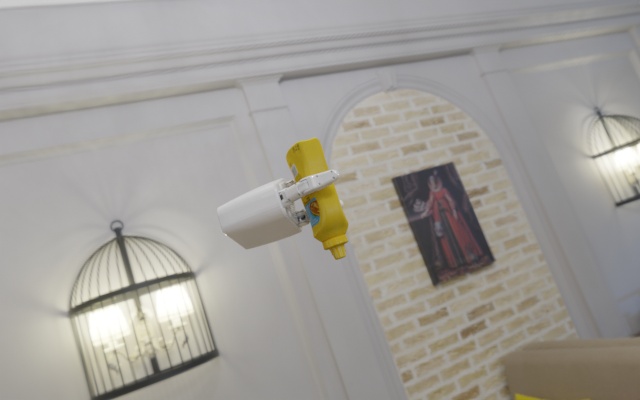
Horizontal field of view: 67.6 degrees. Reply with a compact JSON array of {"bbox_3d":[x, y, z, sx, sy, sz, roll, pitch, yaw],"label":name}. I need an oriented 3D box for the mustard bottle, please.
[{"bbox_3d":[0.000,0.002,0.768,0.058,0.191,0.096,-16,-11,-18],"label":"mustard bottle"}]
